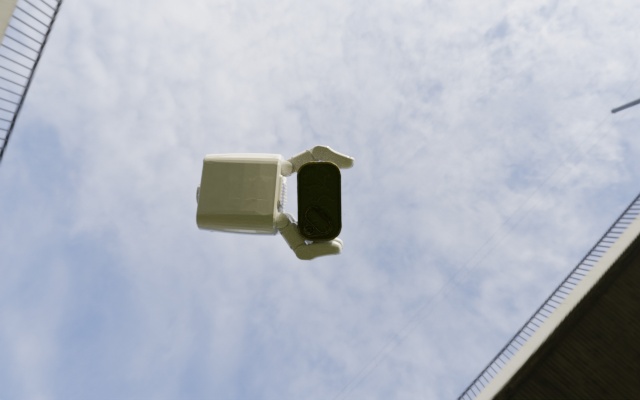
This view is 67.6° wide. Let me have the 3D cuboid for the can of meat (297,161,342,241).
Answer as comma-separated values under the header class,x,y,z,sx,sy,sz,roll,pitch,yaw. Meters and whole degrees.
class,x,y,z,sx,sy,sz,roll,pitch,yaw
can of meat,0.000,0.002,0.649,0.057,0.102,0.084,-1,-2,2
